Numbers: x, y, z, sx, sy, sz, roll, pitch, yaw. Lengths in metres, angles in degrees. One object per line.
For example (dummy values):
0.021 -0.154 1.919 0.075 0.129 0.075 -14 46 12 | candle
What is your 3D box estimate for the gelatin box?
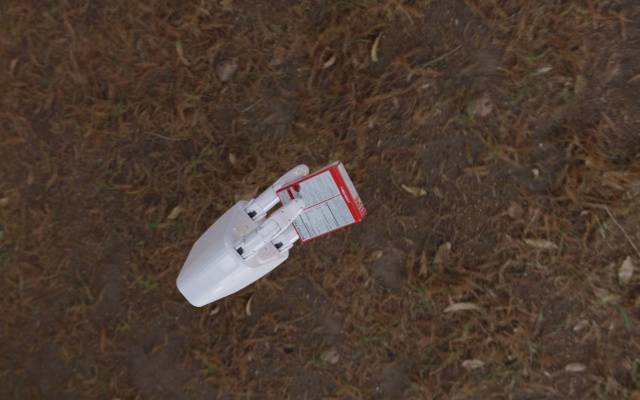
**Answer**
0.000 0.002 0.578 0.089 0.073 0.030 -23 11 27 | gelatin box
